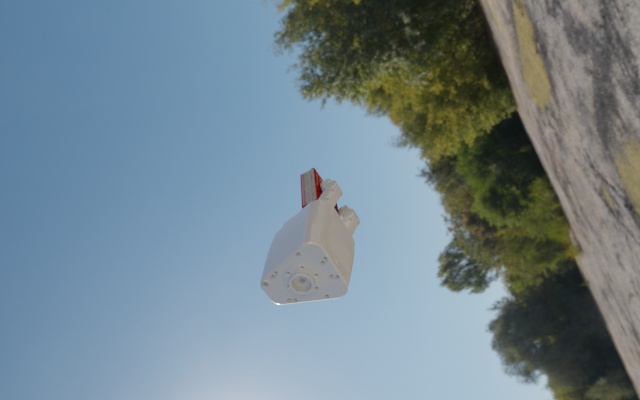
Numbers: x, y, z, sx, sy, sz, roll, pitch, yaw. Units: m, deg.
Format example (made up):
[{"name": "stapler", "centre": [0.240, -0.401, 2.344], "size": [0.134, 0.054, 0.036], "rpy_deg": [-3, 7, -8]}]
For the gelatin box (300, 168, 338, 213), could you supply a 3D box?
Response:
[{"name": "gelatin box", "centre": [0.000, 0.002, 0.751], "size": [0.030, 0.073, 0.089], "rpy_deg": [-27, 35, 15]}]
